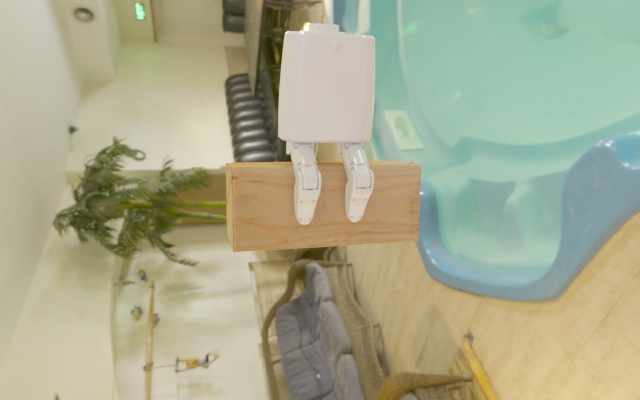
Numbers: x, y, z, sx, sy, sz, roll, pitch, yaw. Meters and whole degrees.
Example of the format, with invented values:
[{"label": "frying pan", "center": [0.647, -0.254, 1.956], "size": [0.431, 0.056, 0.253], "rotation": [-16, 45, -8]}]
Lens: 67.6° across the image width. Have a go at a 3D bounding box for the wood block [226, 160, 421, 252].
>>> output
[{"label": "wood block", "center": [0.000, 0.001, 0.545], "size": [0.206, 0.090, 0.091], "rotation": [-2, 7, -15]}]
